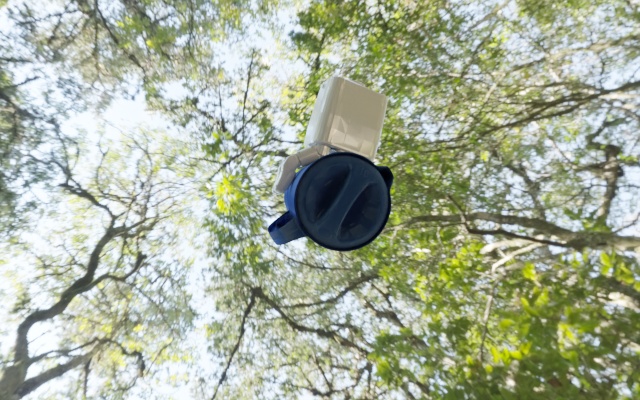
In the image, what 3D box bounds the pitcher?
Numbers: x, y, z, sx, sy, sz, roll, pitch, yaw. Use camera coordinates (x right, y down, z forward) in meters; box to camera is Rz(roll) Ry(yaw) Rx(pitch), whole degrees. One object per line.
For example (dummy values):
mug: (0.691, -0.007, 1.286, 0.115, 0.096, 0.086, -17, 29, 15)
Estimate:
pitcher: (0.000, 0.002, 0.742, 0.149, 0.145, 0.243, 14, -1, -11)
